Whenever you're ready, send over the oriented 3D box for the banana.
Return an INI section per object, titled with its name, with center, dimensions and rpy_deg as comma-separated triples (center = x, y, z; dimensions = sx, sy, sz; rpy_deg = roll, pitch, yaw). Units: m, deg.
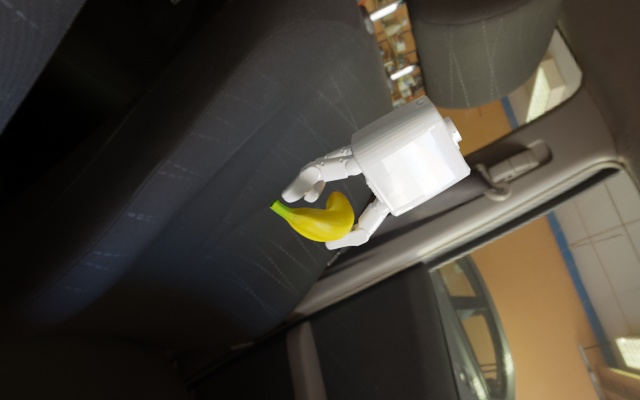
[banana]
center = 0.010, 0.017, 0.585
dimensions = 0.037, 0.069, 0.198
rpy_deg = -39, -11, 17
